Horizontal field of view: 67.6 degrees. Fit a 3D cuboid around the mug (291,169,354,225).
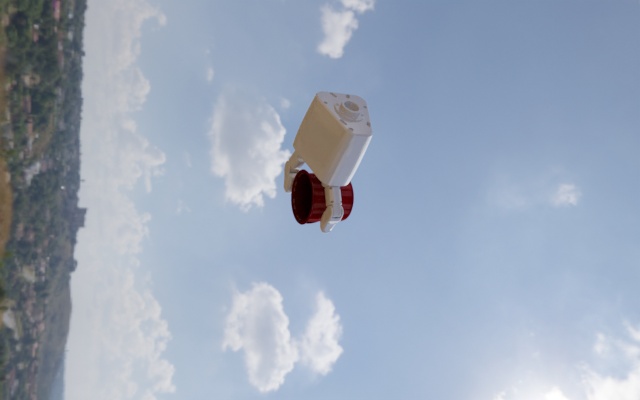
[{"bbox_3d":[0.000,0.004,0.826,0.081,0.093,0.117,1,-41,-26],"label":"mug"}]
